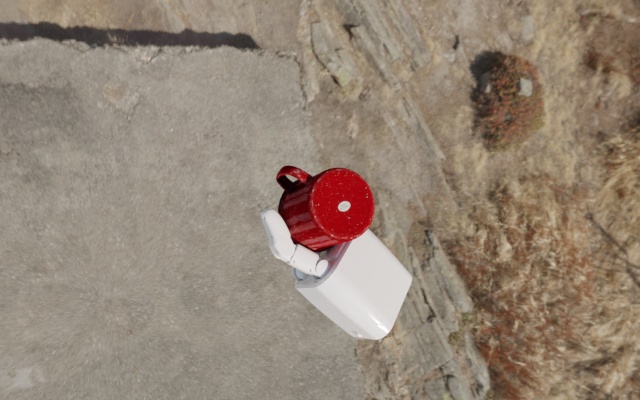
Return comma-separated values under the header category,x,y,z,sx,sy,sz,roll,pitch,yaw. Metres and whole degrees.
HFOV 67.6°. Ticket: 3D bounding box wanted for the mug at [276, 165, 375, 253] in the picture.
category,x,y,z,sx,sy,sz,roll,pitch,yaw
mug,-0.001,0.001,0.541,0.117,0.093,0.081,43,-25,-12
